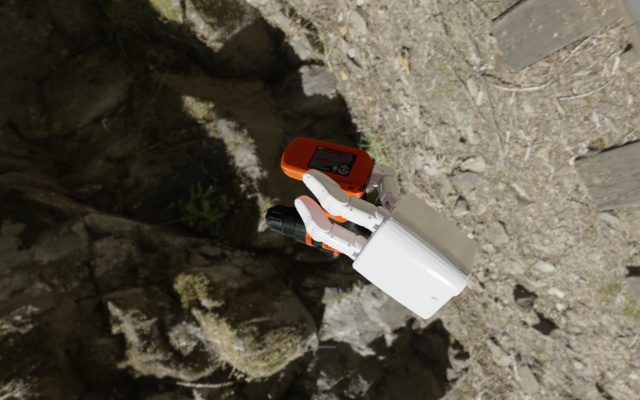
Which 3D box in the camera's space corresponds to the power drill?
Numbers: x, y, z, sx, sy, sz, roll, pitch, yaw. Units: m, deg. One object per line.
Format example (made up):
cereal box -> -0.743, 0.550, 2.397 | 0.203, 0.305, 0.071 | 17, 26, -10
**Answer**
power drill -> 0.000, 0.002, 0.629 | 0.184, 0.057, 0.188 | 12, -32, 15
